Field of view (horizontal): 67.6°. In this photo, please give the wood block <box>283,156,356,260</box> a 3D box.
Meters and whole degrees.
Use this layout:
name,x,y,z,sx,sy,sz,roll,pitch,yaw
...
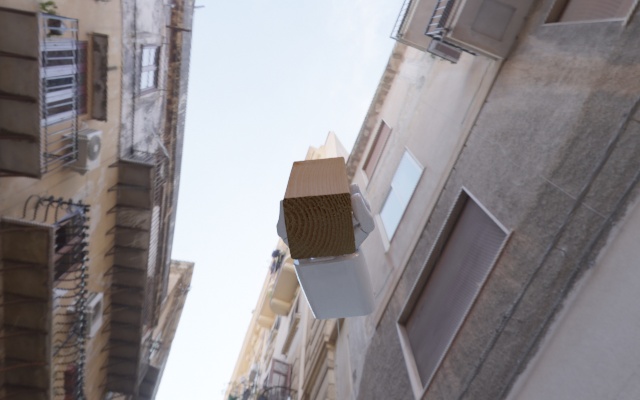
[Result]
name,x,y,z,sx,sy,sz,roll,pitch,yaw
wood block,0.000,0.003,0.723,0.091,0.090,0.206,-6,18,2
